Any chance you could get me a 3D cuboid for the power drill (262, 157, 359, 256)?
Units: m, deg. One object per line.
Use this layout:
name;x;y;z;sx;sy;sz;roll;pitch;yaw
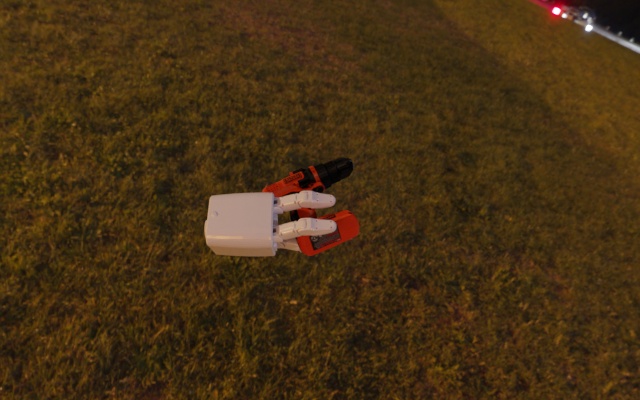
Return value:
power drill;0.000;0.003;0.852;0.184;0.057;0.187;-25;38;-5
